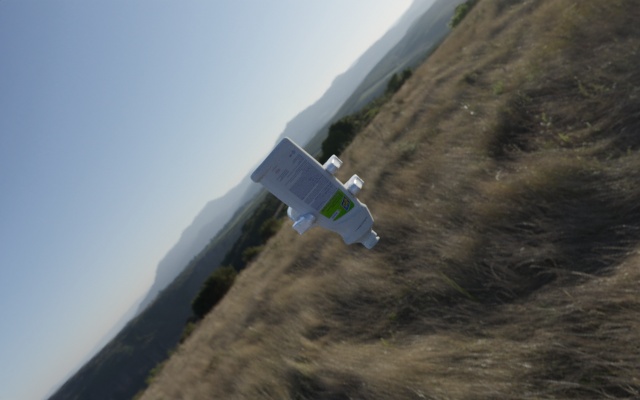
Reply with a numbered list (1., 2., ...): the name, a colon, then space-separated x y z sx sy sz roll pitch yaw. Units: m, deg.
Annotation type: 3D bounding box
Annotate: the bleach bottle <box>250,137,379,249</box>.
1. bleach bottle: 0.000 0.003 0.863 0.251 0.102 0.068 41 -7 -8
